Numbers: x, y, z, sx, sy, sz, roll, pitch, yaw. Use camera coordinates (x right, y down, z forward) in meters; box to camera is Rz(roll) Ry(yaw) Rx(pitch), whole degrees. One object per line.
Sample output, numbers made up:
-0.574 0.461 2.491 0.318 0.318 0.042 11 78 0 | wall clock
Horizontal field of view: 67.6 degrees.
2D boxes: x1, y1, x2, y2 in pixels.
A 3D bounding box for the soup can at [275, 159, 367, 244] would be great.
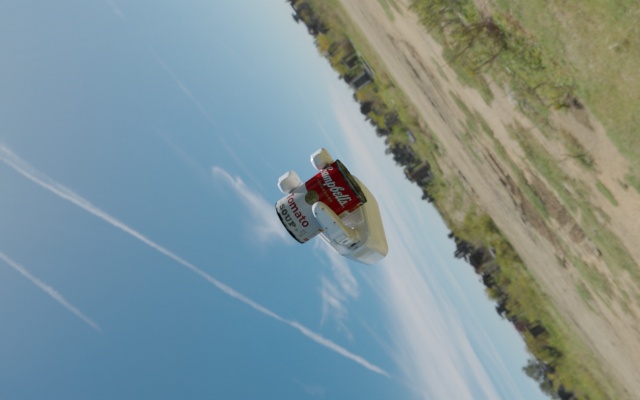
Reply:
0.000 0.002 0.625 0.102 0.068 0.068 -34 -8 11 | soup can
